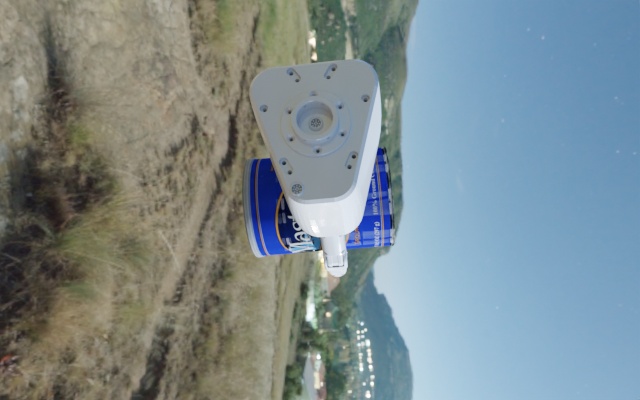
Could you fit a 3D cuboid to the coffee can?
[{"bbox_3d":[0.000,0.002,0.492,0.140,0.103,0.103,-5,0,3],"label":"coffee can"}]
